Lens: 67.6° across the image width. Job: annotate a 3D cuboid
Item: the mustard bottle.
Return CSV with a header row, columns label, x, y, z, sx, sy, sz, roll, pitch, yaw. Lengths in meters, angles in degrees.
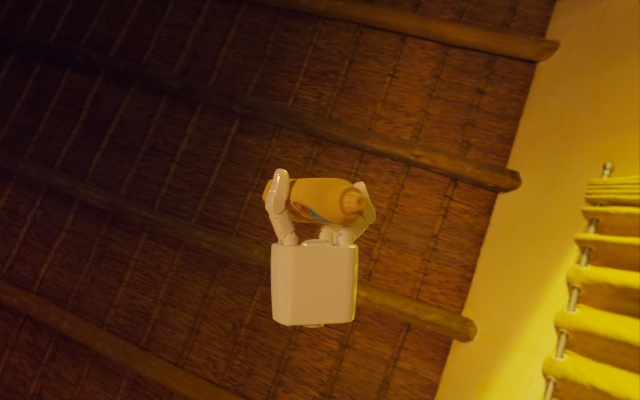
label,x,y,z,sx,sy,sz,roll,pitch,yaw
mustard bottle,0.000,0.002,0.654,0.096,0.058,0.191,28,-13,-28
